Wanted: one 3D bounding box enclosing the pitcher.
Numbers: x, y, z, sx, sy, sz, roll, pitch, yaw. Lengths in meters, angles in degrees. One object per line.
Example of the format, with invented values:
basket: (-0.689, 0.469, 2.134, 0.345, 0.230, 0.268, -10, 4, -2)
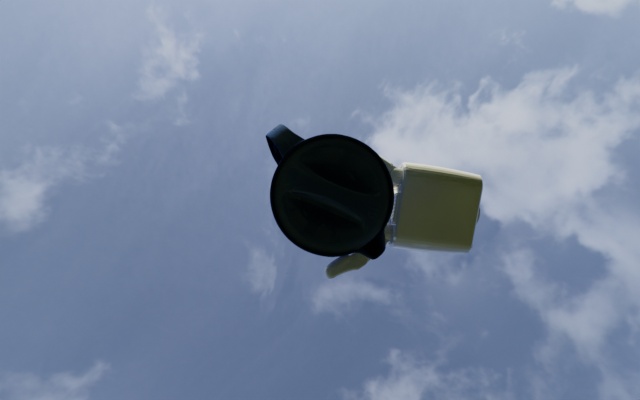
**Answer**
pitcher: (0.000, 0.002, 0.619, 0.145, 0.149, 0.243, 4, -9, -3)
